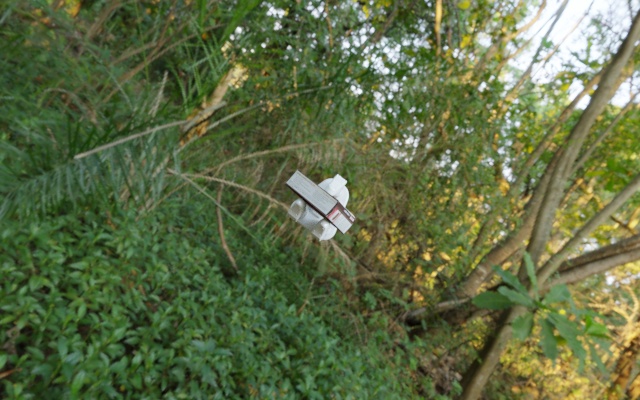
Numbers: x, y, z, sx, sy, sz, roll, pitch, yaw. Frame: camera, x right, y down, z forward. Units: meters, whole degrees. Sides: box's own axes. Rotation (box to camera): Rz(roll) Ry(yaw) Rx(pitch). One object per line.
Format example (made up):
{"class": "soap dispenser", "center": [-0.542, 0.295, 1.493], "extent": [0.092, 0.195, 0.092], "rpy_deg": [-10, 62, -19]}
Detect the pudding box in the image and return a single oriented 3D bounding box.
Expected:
{"class": "pudding box", "center": [0.000, 0.003, 0.842], "extent": [0.113, 0.039, 0.090], "rpy_deg": [36, -4, 33]}
